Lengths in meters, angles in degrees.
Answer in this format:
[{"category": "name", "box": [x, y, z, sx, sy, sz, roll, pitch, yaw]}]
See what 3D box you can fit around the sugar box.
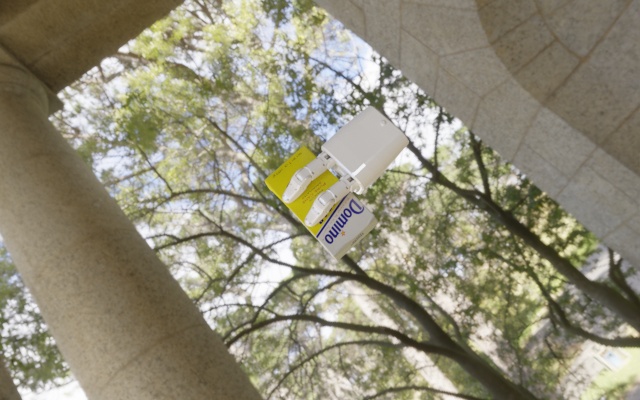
[{"category": "sugar box", "box": [0.000, 0.002, 0.777, 0.176, 0.093, 0.048, 45, -5, 22]}]
